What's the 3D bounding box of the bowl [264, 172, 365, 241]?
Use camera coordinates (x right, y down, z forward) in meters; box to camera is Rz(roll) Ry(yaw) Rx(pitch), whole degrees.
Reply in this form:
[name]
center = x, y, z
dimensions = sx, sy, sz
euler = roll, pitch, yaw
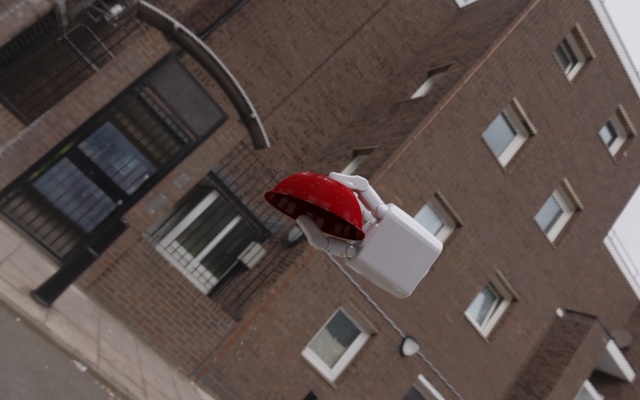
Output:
[bowl]
center = -0.001, 0.001, 0.710
dimensions = 0.162, 0.055, 0.162
euler = 22, -14, 6
